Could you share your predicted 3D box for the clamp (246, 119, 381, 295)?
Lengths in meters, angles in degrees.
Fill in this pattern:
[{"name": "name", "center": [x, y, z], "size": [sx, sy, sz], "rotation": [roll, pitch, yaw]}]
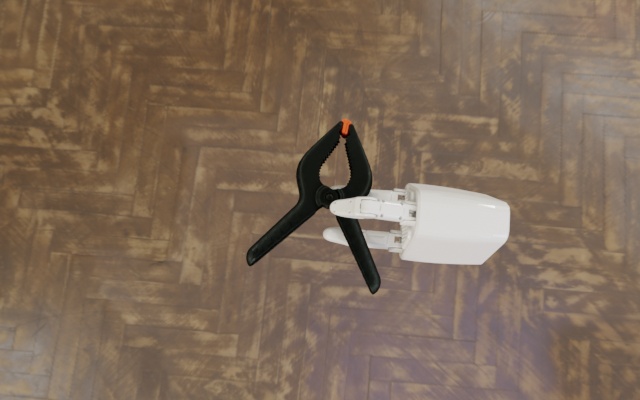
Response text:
[{"name": "clamp", "center": [0.000, 0.001, 0.587], "size": [0.164, 0.210, 0.036], "rotation": [6, -8, -1]}]
